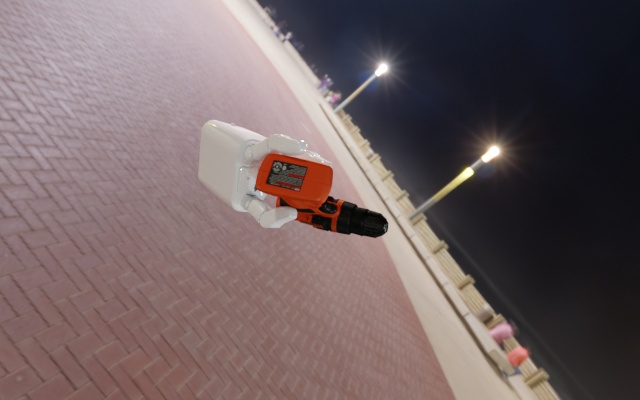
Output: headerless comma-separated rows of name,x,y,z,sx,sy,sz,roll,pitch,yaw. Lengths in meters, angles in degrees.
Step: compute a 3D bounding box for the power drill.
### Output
power drill,0.000,0.002,0.688,0.184,0.057,0.188,11,-16,18
